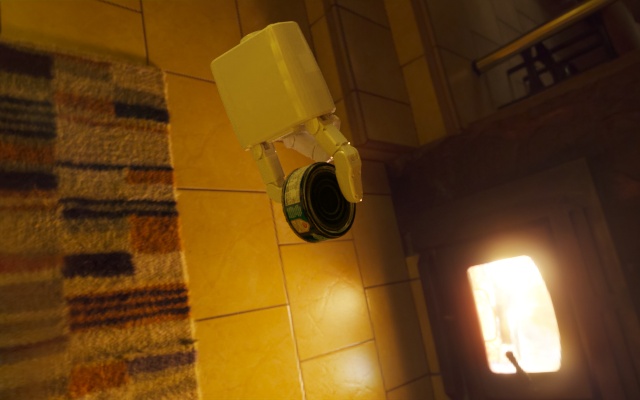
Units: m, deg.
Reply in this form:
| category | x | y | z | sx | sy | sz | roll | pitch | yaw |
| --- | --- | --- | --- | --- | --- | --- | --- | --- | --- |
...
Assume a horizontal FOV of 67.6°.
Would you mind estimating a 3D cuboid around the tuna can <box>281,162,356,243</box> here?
| category | x | y | z | sx | sy | sz | roll | pitch | yaw |
| --- | --- | --- | --- | --- | --- | --- | --- | --- | --- |
| tuna can | 0.001 | 0.002 | 0.519 | 0.034 | 0.086 | 0.086 | -15 | -10 | 42 |
